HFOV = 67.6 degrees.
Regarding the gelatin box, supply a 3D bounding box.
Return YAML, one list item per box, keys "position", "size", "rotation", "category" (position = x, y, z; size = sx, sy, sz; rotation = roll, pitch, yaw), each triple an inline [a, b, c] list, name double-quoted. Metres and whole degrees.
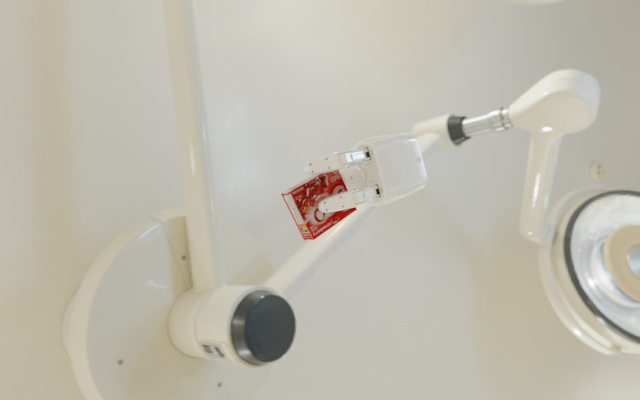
- position: [0.000, 0.002, 0.659]
  size: [0.089, 0.073, 0.030]
  rotation: [-32, 12, -32]
  category: "gelatin box"
